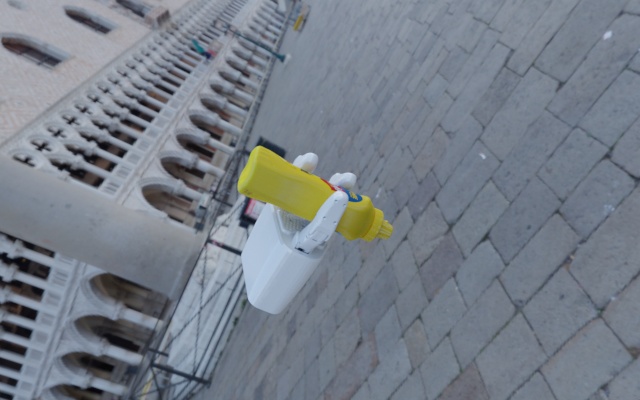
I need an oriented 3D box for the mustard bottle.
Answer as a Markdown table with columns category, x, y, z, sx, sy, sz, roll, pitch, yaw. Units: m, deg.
| category | x | y | z | sx | sy | sz | roll | pitch | yaw |
| --- | --- | --- | --- | --- | --- | --- | --- | --- | --- |
| mustard bottle | 0.000 | 0.001 | 0.563 | 0.191 | 0.058 | 0.096 | 25 | 4 | -14 |
